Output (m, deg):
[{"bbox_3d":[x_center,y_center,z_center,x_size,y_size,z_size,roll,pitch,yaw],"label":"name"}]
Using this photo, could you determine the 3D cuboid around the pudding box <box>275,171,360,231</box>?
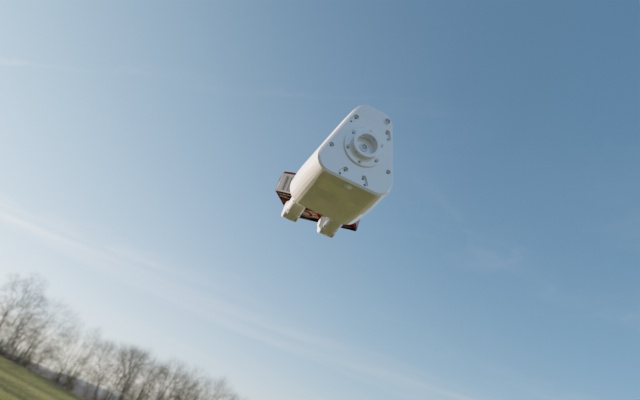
[{"bbox_3d":[0.000,0.002,0.697,0.113,0.039,0.090,14,-23,17],"label":"pudding box"}]
